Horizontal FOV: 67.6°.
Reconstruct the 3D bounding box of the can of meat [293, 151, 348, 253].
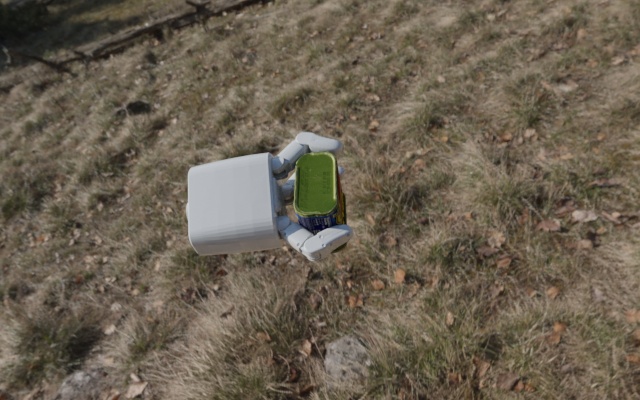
[{"bbox_3d":[0.000,0.002,0.594,0.057,0.102,0.084,-6,-37,7],"label":"can of meat"}]
